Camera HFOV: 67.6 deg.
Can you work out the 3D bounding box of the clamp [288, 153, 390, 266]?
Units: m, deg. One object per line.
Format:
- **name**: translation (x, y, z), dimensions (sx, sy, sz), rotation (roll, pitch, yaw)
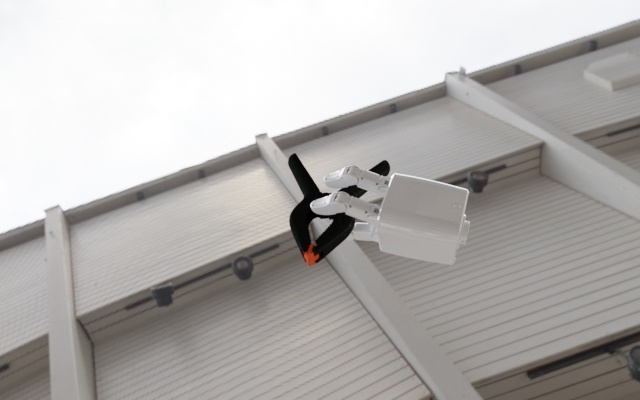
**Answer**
- **clamp**: translation (0.000, 0.003, 0.709), dimensions (0.164, 0.209, 0.036), rotation (10, -41, 18)
